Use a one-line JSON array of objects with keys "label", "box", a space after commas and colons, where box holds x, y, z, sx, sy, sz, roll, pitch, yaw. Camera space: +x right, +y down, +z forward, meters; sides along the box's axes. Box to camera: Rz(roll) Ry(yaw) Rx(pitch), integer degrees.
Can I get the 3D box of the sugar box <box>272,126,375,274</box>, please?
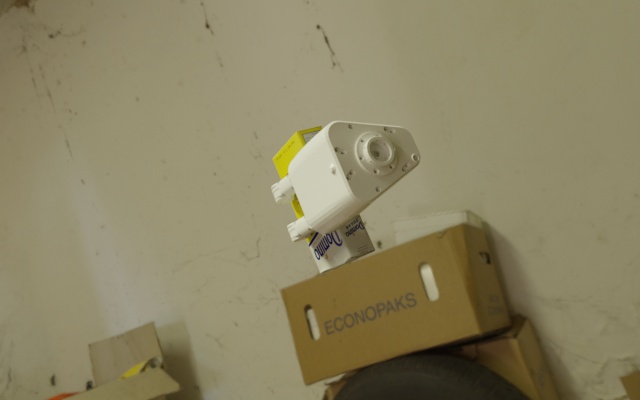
[{"label": "sugar box", "box": [0.000, 0.002, 0.632, 0.048, 0.176, 0.093, -16, -12, -30]}]
